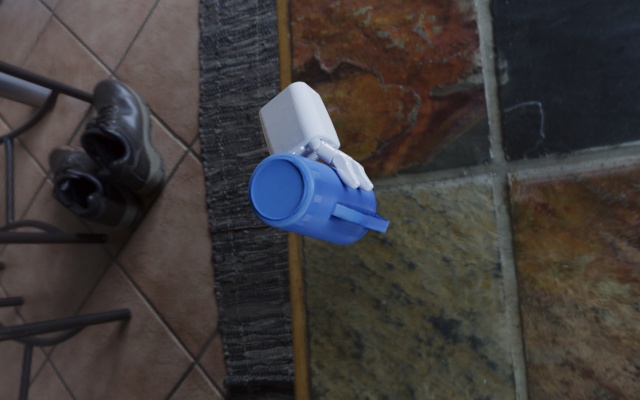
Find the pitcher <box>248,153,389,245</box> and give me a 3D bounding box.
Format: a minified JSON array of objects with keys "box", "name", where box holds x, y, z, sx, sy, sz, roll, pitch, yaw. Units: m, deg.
[{"box":[0.000,0.002,0.768,0.149,0.145,0.243,-25,-17,20],"name":"pitcher"}]
